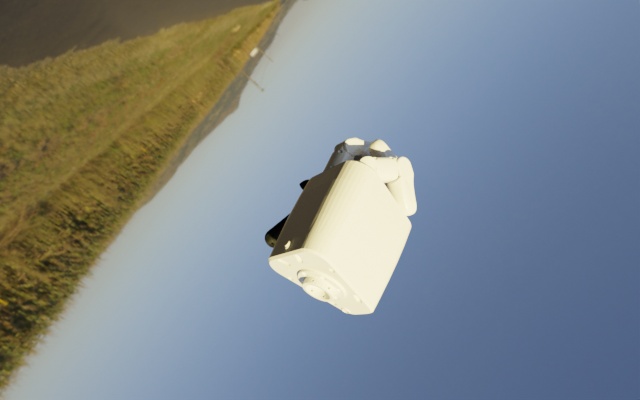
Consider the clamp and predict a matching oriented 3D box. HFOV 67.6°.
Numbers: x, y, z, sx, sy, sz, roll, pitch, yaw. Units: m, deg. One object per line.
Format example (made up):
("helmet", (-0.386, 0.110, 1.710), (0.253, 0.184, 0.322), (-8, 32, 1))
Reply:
("clamp", (0.001, 0.002, 0.577), (0.039, 0.120, 0.171), (40, -32, -18))
